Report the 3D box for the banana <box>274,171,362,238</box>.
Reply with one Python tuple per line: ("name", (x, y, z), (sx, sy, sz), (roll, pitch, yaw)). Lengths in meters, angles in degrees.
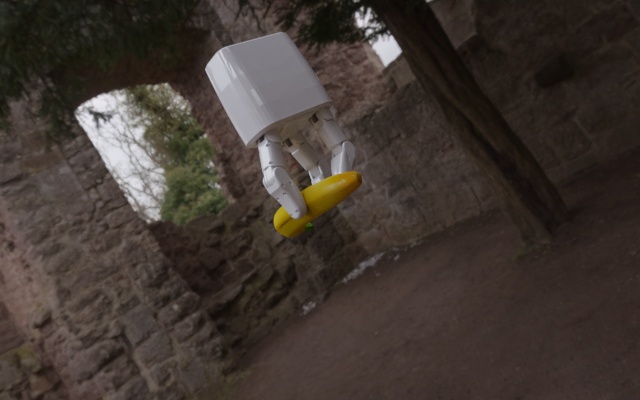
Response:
("banana", (-0.016, 0.010, 0.573), (0.069, 0.037, 0.198), (-25, -7, -24))
